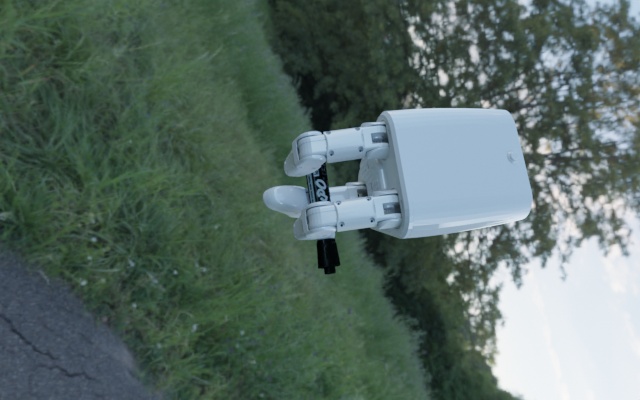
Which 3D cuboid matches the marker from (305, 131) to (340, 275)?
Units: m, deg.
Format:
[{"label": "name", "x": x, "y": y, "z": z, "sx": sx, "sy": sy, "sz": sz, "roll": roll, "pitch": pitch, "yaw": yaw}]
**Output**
[{"label": "marker", "x": 0.000, "y": 0.001, "z": 0.402, "sx": 0.020, "sy": 0.121, "sz": 0.020, "roll": -8, "pitch": -11, "yaw": -2}]
